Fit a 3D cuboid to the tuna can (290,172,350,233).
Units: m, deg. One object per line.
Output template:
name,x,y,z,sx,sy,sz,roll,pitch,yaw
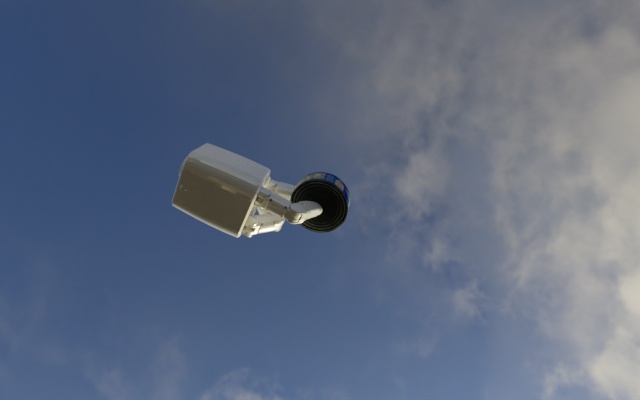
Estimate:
tuna can,0.000,0.002,0.701,0.086,0.086,0.033,0,27,12
